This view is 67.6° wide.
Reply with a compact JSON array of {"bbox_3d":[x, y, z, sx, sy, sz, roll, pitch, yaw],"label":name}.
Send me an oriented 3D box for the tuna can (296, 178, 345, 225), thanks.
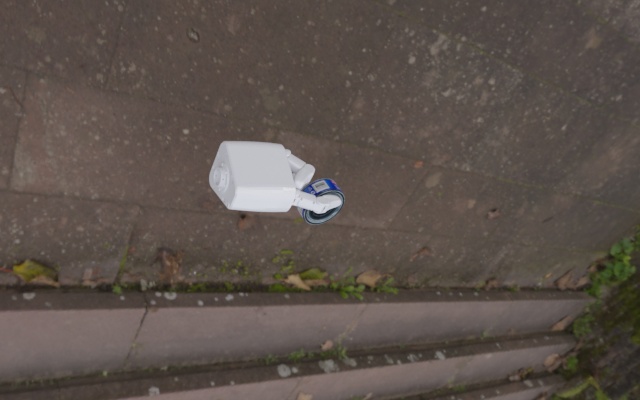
[{"bbox_3d":[0.000,0.003,0.860,0.086,0.086,0.033,0,41,-38],"label":"tuna can"}]
